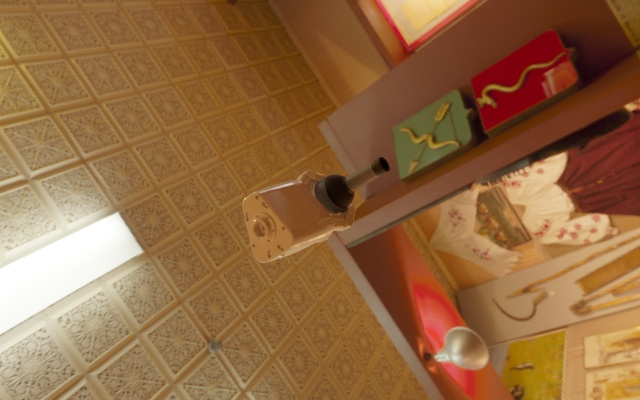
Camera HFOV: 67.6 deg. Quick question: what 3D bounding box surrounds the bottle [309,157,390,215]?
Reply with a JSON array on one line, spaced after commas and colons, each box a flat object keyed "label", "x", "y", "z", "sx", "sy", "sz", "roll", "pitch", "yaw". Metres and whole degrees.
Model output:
[{"label": "bottle", "x": 0.000, "y": 0.003, "z": 0.852, "sx": 0.296, "sy": 0.069, "sz": 0.069, "roll": -31, "pitch": -19, "yaw": 36}]
